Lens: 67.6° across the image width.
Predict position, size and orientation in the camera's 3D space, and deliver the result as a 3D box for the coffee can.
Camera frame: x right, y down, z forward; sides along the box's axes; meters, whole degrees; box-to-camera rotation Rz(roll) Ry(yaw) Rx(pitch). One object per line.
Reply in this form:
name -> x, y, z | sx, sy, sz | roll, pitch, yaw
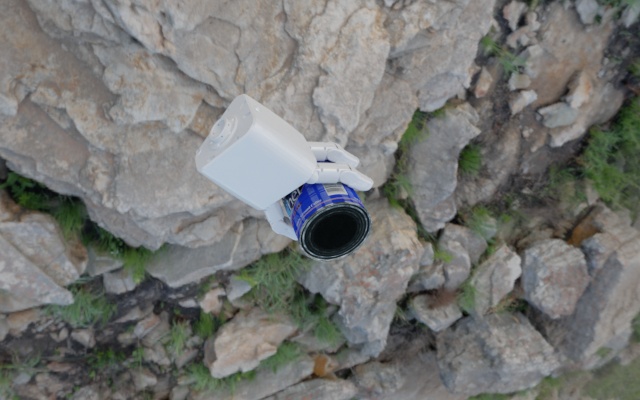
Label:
coffee can -> 0.000, 0.002, 0.680 | 0.103, 0.103, 0.140 | 0, 37, -22
